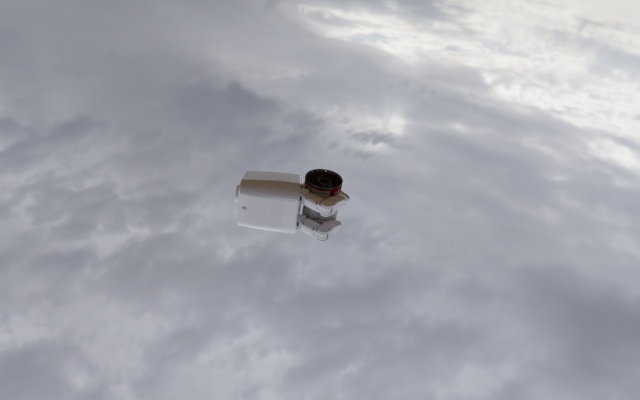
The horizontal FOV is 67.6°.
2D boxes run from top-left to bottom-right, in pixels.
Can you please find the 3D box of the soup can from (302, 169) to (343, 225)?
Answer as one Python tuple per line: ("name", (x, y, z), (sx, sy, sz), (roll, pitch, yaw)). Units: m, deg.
("soup can", (0.001, 0.003, 0.874), (0.068, 0.102, 0.068), (6, 32, -4))
